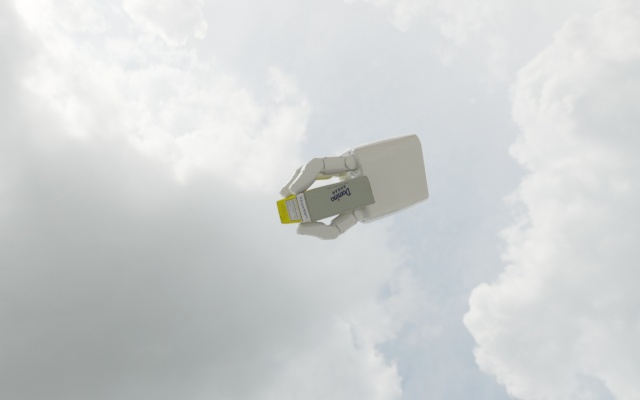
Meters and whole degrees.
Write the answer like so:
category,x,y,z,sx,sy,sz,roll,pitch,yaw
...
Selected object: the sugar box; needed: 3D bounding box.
category,x,y,z,sx,sy,sz,roll,pitch,yaw
sugar box,0.000,0.002,0.687,0.093,0.048,0.176,-16,-2,-18
